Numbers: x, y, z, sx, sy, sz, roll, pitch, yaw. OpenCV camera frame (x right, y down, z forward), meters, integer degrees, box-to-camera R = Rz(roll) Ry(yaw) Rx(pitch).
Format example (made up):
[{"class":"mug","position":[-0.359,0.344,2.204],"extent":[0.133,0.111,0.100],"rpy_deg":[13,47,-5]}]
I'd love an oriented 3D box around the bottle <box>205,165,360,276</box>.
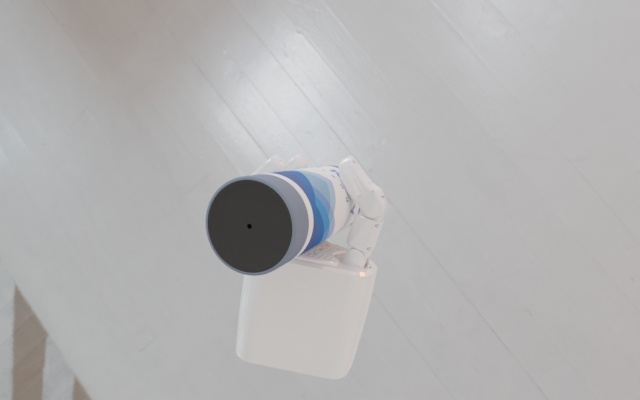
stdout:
[{"class":"bottle","position":[0.000,0.001,0.451],"extent":[0.069,0.069,0.295],"rpy_deg":[0,6,19]}]
